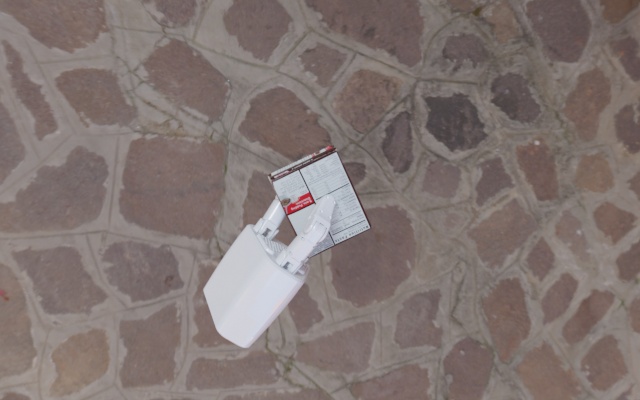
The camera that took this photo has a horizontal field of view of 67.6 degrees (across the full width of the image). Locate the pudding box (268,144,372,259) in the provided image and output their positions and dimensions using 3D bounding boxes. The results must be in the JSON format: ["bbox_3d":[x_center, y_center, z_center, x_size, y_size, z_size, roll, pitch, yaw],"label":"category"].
[{"bbox_3d":[0.000,0.002,0.581,0.090,0.113,0.039,-26,18,-2],"label":"pudding box"}]
